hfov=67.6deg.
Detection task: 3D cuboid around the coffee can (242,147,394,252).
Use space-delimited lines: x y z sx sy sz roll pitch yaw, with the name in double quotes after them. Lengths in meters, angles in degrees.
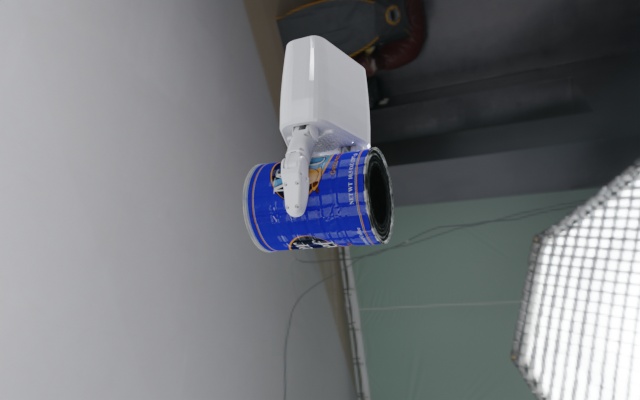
0.000 0.002 0.527 0.140 0.103 0.103 -6 -2 22 "coffee can"
